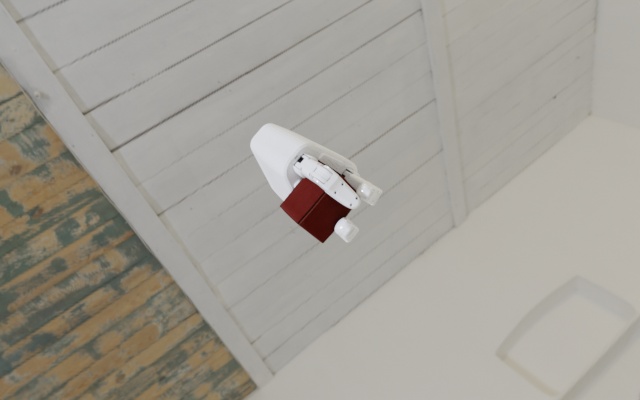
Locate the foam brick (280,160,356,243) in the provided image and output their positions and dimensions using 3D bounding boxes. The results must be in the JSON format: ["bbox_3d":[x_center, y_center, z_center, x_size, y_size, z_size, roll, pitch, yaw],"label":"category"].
[{"bbox_3d":[0.000,0.002,0.585,0.053,0.078,0.051,44,-6,-41],"label":"foam brick"}]
